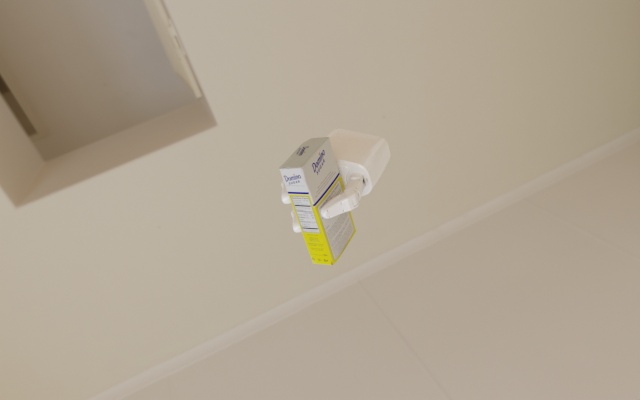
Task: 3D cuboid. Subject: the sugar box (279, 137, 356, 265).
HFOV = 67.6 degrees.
[{"bbox_3d":[0.000,0.002,0.727,0.048,0.176,0.093,-1,33,32],"label":"sugar box"}]
